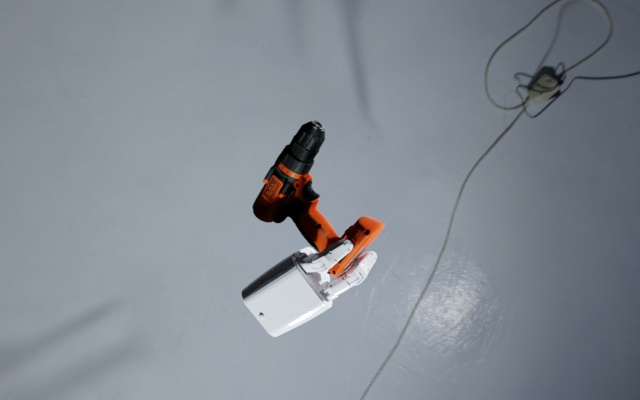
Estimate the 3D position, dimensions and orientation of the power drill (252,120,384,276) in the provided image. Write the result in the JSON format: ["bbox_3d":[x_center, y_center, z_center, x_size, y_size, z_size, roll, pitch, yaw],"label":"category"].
[{"bbox_3d":[0.000,0.003,0.703,0.187,0.184,0.057,44,32,16],"label":"power drill"}]
